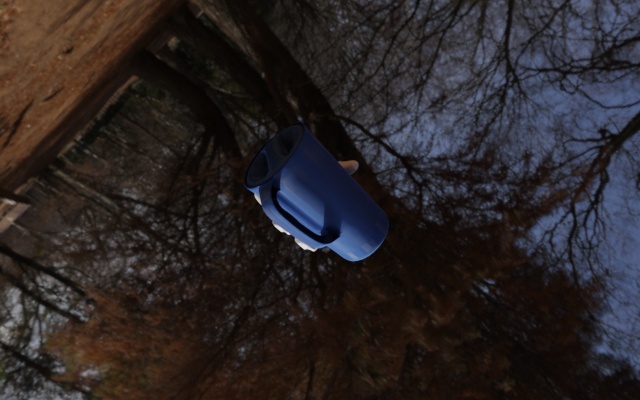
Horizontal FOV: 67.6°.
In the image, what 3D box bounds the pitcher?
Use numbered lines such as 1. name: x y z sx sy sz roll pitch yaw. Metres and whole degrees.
1. pitcher: 0.000 0.002 0.786 0.243 0.149 0.145 41 -7 -27
